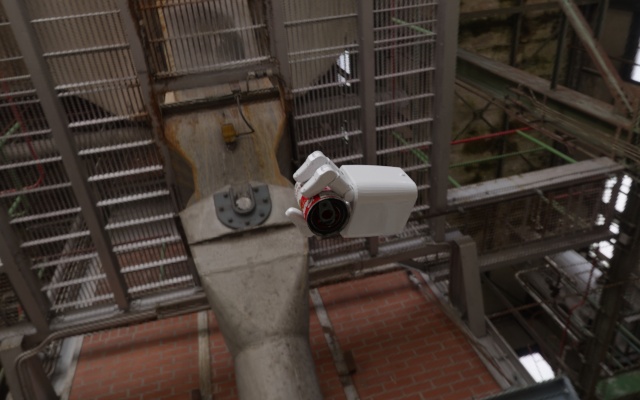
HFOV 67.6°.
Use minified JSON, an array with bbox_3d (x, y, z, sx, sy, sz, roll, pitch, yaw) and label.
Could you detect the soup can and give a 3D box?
[{"bbox_3d":[0.000,0.002,0.759,0.068,0.068,0.102,0,28,-16],"label":"soup can"}]
